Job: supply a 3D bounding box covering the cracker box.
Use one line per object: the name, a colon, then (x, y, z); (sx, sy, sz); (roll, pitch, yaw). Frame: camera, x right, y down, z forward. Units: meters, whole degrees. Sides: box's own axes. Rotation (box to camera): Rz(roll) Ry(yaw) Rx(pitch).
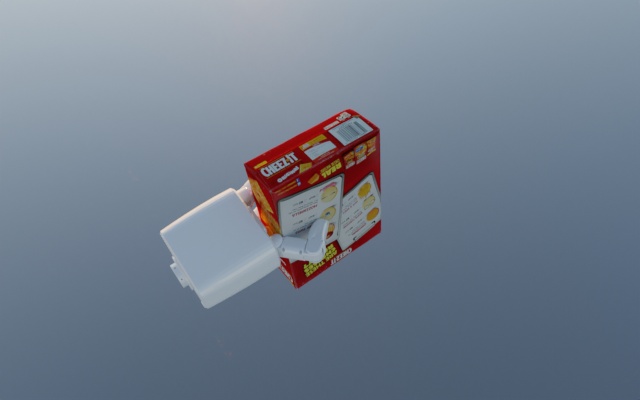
cracker box: (0.000, 0.002, 0.654); (0.164, 0.214, 0.072); (-31, 53, -19)
